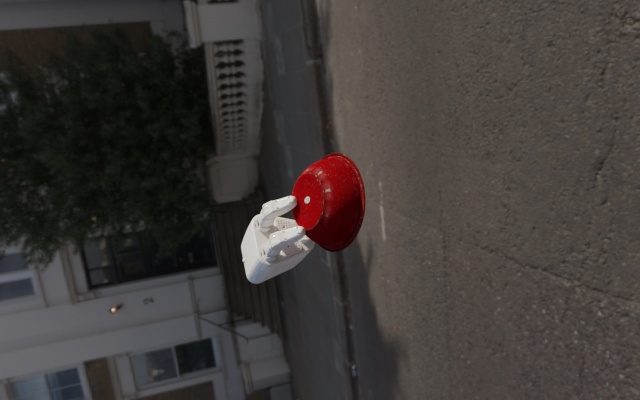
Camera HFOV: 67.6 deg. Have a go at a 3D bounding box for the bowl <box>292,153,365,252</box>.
[{"bbox_3d":[0.000,0.002,0.765,0.055,0.162,0.162,2,-1,-36],"label":"bowl"}]
